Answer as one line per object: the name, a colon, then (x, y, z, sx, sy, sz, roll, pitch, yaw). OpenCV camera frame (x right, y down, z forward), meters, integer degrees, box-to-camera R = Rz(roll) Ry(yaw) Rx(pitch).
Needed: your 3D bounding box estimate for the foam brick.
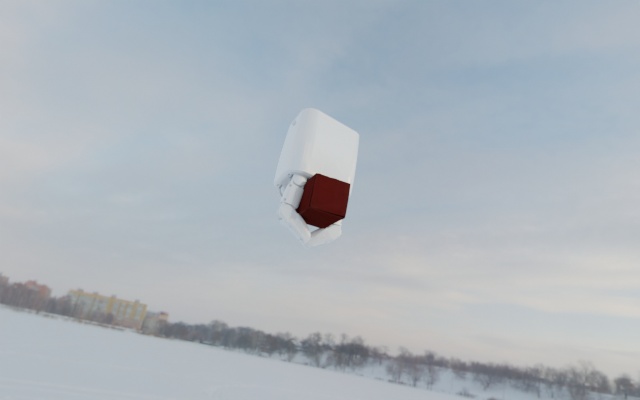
foam brick: (0.000, 0.002, 0.660, 0.053, 0.051, 0.078, 18, -20, -17)
